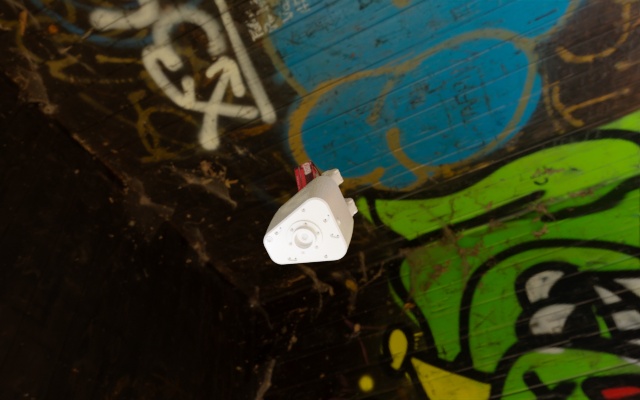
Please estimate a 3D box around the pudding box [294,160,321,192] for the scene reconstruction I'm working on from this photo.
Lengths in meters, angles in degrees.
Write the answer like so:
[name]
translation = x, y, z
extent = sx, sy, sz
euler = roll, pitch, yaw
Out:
[pudding box]
translation = 0.000, 0.003, 0.792
extent = 0.039, 0.090, 0.114
euler = -23, -49, 11
